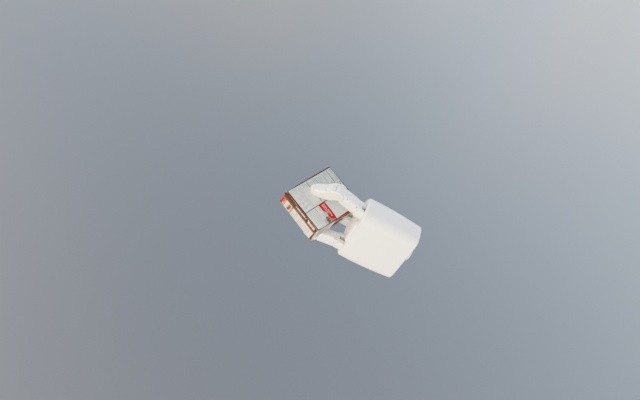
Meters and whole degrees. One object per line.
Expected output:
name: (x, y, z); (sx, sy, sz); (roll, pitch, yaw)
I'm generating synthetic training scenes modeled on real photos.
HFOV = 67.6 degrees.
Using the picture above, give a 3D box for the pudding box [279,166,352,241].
pudding box: (0.000, 0.003, 0.831); (0.113, 0.090, 0.039); (-31, -13, -38)
